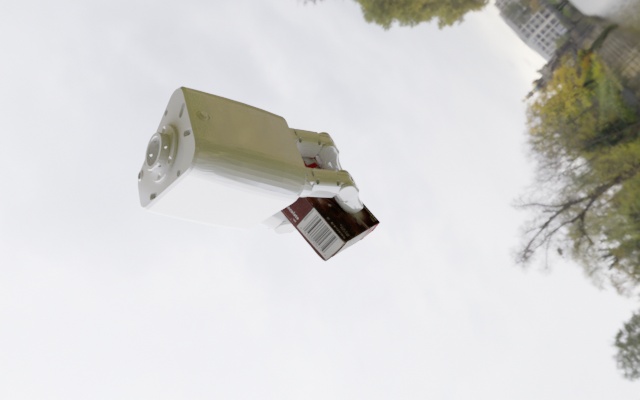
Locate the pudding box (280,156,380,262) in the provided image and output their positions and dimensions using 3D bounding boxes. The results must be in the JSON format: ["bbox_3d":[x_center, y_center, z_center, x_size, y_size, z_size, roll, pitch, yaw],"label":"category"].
[{"bbox_3d":[0.000,0.002,0.507,0.039,0.113,0.090,-45,-12,30],"label":"pudding box"}]
